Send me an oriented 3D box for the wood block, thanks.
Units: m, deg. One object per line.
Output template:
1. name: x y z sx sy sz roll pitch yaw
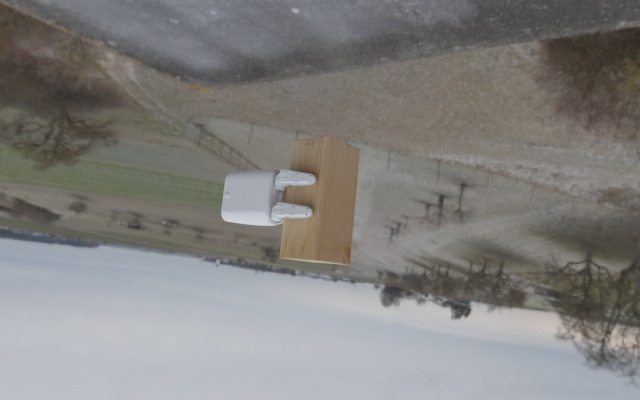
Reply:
1. wood block: 0.000 0.003 0.828 0.090 0.206 0.091 -2 -12 41
